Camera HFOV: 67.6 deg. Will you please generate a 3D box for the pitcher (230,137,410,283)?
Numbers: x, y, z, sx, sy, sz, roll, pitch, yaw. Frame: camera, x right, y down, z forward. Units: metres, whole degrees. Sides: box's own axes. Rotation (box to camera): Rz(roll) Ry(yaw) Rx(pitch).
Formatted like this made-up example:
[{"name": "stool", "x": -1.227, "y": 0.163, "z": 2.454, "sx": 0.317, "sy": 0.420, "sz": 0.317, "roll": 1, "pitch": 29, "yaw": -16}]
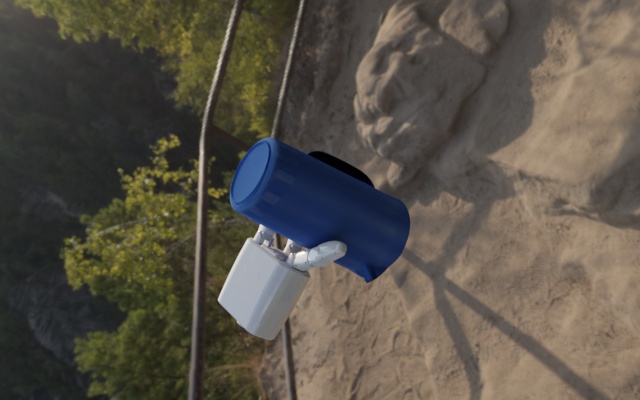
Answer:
[{"name": "pitcher", "x": 0.000, "y": 0.002, "z": 0.681, "sx": 0.243, "sy": 0.145, "sz": 0.149, "roll": 28, "pitch": 3, "yaw": -31}]
